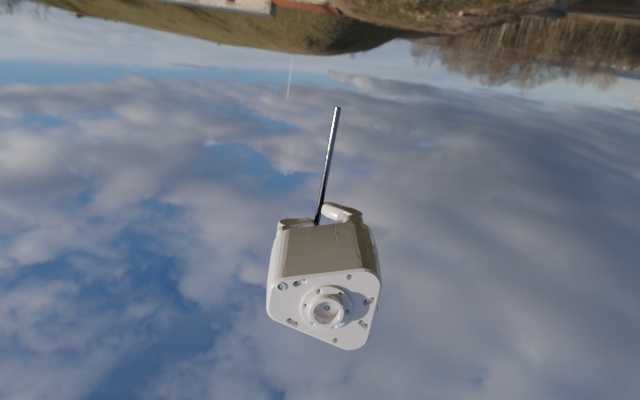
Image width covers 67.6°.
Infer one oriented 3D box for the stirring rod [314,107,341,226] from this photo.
[{"bbox_3d":[0.000,0.002,0.602,0.011,0.240,0.011,9,20,-3],"label":"stirring rod"}]
